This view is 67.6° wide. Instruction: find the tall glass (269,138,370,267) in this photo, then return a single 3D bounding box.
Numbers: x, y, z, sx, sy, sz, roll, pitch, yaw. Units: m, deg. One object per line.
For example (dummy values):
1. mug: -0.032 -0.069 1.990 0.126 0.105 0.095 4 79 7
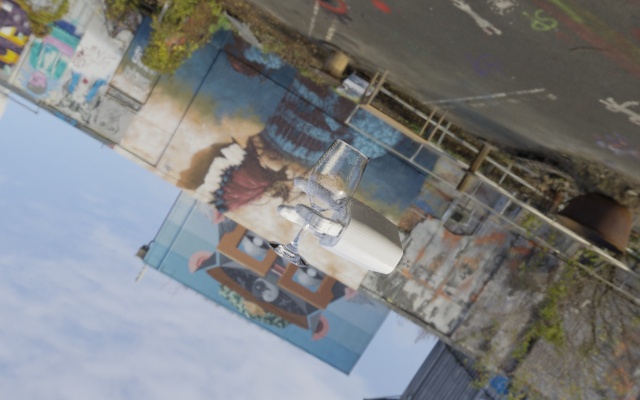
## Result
1. tall glass: 0.000 0.003 0.759 0.079 0.201 0.079 31 7 -4
